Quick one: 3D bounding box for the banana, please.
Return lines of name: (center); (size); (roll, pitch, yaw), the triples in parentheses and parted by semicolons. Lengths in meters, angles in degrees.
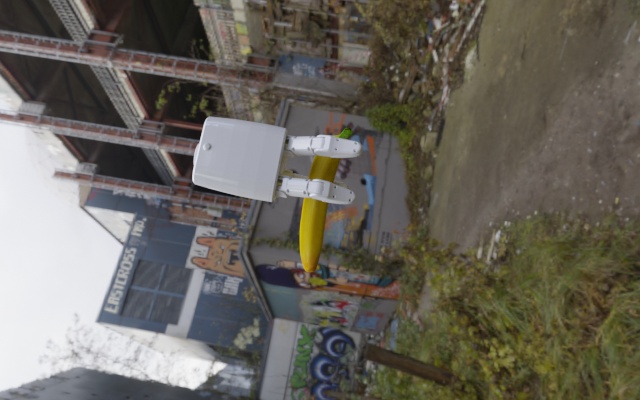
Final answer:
banana: (-0.002, -0.004, 0.651); (0.037, 0.198, 0.069); (12, 7, -10)
